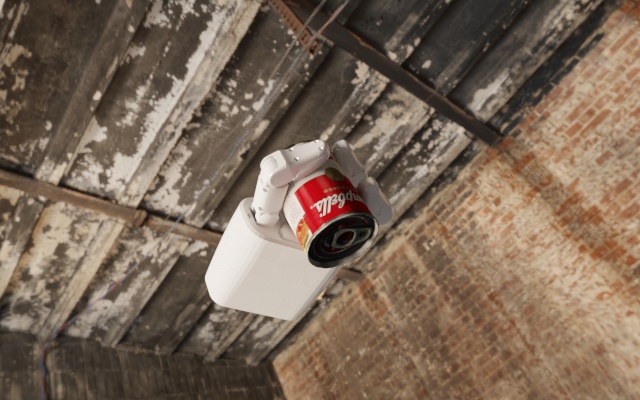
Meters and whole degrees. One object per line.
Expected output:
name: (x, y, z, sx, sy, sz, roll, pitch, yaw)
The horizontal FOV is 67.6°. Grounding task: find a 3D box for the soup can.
soup can: (0.000, 0.001, 0.435, 0.068, 0.068, 0.102, 0, 43, -32)
